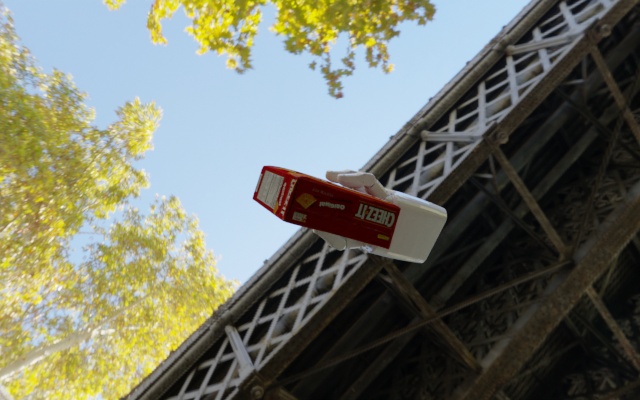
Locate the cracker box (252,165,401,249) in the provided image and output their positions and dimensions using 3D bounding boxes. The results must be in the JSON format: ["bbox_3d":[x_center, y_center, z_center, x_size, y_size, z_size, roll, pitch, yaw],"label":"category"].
[{"bbox_3d":[0.000,0.003,0.742,0.164,0.072,0.213,16,2,-21],"label":"cracker box"}]
